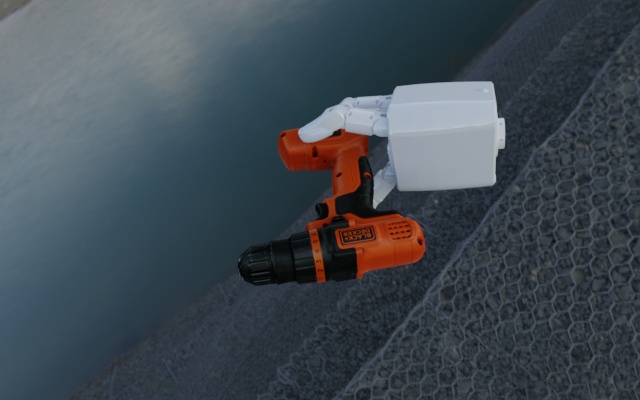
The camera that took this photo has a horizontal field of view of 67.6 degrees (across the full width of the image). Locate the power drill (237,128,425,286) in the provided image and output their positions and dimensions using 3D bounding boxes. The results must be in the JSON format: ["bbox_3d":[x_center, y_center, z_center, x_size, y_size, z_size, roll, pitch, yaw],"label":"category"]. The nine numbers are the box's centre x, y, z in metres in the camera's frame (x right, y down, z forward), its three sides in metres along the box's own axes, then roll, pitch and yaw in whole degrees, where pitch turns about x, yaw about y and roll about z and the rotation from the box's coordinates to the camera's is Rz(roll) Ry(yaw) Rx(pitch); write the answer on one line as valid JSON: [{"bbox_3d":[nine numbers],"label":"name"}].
[{"bbox_3d":[0.000,0.001,0.513,0.184,0.187,0.057,-8,-38,-4],"label":"power drill"}]
